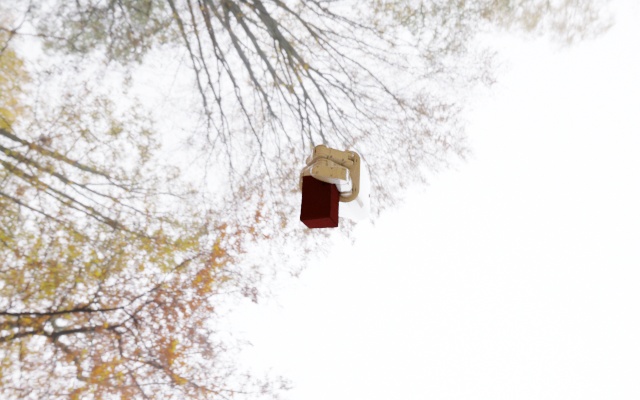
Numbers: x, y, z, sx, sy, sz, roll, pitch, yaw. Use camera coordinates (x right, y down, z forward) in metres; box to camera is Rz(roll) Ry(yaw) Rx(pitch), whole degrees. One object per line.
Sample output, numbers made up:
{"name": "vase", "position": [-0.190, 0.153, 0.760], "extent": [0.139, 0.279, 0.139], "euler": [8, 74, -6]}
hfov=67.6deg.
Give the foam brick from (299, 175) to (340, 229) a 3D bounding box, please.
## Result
{"name": "foam brick", "position": [0.000, 0.003, 0.773], "extent": [0.053, 0.078, 0.051], "euler": [-3, -23, 17]}
